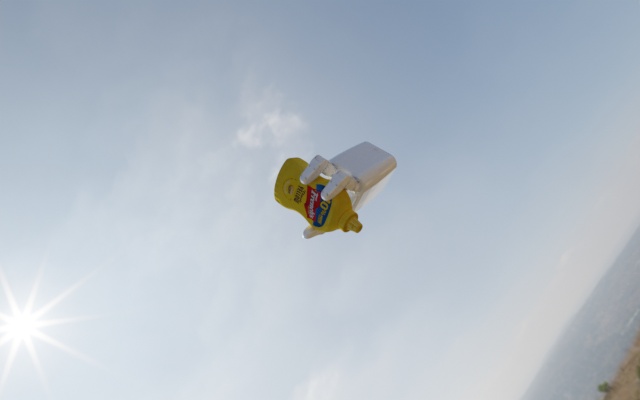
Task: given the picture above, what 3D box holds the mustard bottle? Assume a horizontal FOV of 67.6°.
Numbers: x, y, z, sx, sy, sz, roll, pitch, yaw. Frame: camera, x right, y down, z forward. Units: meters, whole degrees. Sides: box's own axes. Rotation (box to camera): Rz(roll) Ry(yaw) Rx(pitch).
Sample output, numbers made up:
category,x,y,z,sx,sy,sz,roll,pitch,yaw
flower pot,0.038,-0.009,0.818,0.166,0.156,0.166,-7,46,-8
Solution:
category,x,y,z,sx,sy,sz,roll,pitch,yaw
mustard bottle,0.000,0.003,0.870,0.191,0.096,0.058,34,26,30
